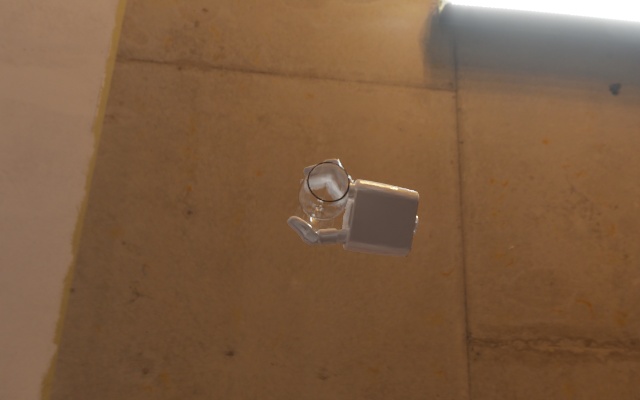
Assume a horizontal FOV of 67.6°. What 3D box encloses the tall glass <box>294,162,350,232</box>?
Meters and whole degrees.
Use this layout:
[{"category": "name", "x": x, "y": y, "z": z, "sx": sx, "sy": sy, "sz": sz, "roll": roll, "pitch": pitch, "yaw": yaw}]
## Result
[{"category": "tall glass", "x": 0.000, "y": 0.003, "z": 0.776, "sx": 0.079, "sy": 0.079, "sz": 0.201, "roll": 0, "pitch": -17, "yaw": -7}]
